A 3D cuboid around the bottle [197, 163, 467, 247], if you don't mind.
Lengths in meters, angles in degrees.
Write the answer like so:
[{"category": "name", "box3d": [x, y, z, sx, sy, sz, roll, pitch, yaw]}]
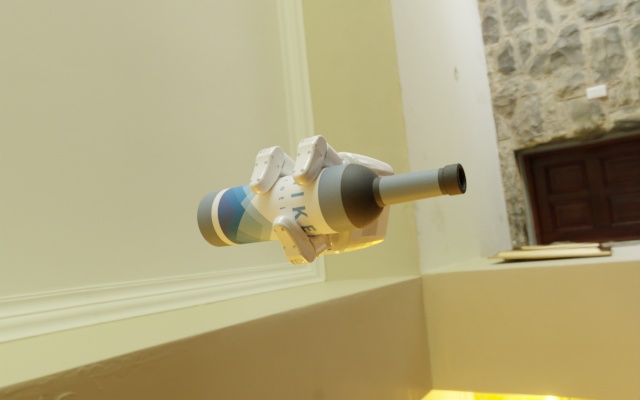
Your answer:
[{"category": "bottle", "box3d": [0.000, 0.002, 0.492, 0.296, 0.069, 0.069, -10, -5, 32]}]
